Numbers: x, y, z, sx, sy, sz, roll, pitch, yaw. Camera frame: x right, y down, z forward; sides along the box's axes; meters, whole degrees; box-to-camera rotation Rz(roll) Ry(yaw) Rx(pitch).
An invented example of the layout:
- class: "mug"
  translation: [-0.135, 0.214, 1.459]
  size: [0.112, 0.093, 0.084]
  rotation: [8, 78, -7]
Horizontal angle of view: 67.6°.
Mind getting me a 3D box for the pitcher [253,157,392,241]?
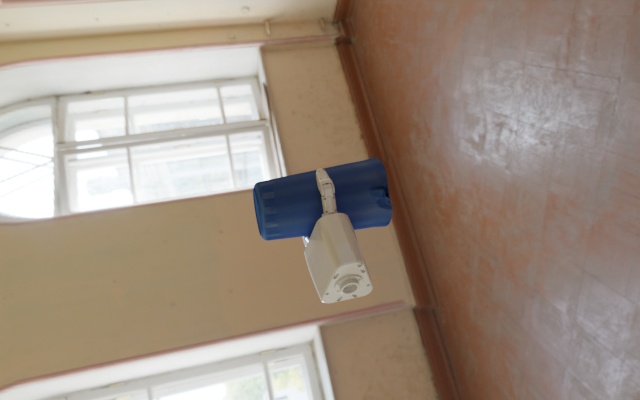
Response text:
- class: "pitcher"
  translation: [0.000, 0.003, 0.897]
  size: [0.243, 0.145, 0.149]
  rotation: [-9, -43, -12]
